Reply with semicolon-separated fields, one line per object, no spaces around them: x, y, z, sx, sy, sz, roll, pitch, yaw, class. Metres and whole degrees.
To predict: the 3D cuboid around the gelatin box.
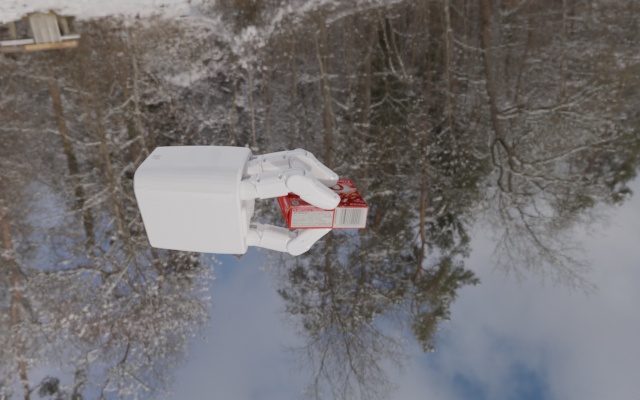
0.000;0.002;0.533;0.089;0.030;0.073;1;26;-14;gelatin box
